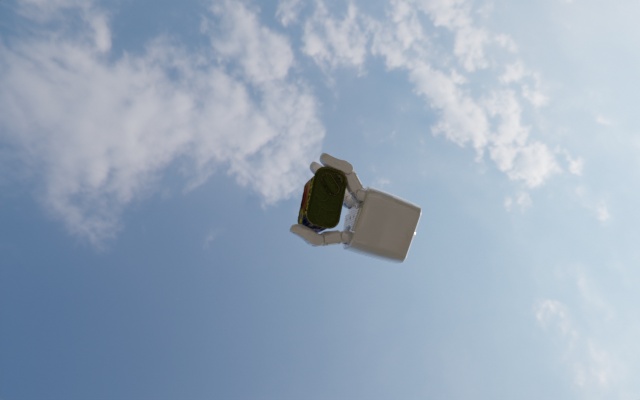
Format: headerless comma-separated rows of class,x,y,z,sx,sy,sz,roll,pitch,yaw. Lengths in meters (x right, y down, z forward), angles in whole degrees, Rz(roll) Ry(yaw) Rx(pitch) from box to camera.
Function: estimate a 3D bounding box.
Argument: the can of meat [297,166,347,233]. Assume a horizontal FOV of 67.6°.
can of meat,0.000,0.003,0.820,0.057,0.102,0.084,15,-15,-13
